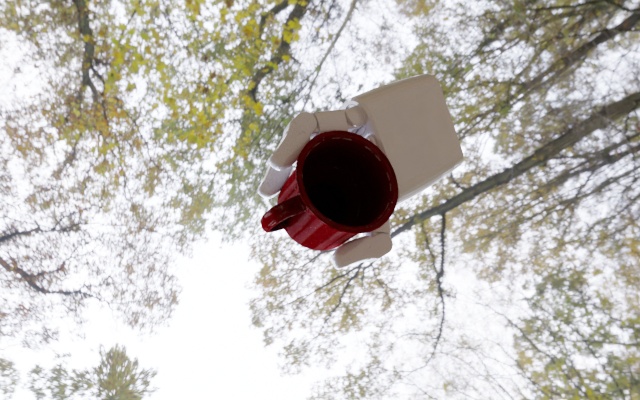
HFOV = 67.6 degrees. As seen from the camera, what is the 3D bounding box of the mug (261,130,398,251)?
[{"bbox_3d":[-0.001,0.002,0.423,0.117,0.093,0.081,-25,-9,-29],"label":"mug"}]
